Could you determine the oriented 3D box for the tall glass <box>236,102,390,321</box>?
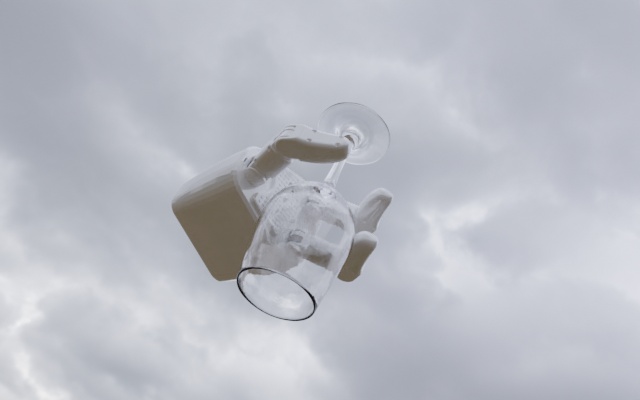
[{"bbox_3d":[0.000,0.001,0.406,0.079,0.079,0.201,0,42,26],"label":"tall glass"}]
